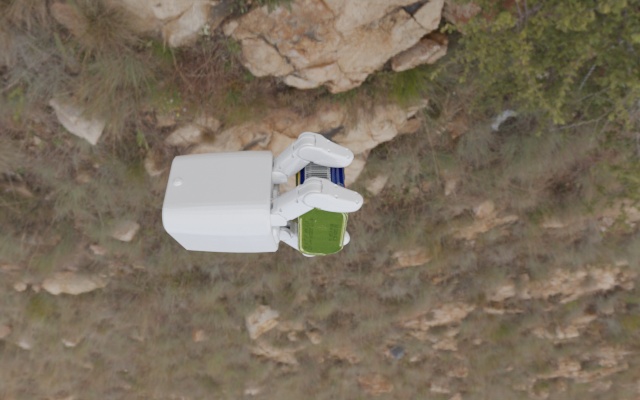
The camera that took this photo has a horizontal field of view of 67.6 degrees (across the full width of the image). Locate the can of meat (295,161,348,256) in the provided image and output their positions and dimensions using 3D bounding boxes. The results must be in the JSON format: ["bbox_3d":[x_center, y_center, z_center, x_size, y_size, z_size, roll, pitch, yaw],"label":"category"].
[{"bbox_3d":[0.000,0.002,0.531,0.057,0.084,0.102,0,-36,-2],"label":"can of meat"}]
